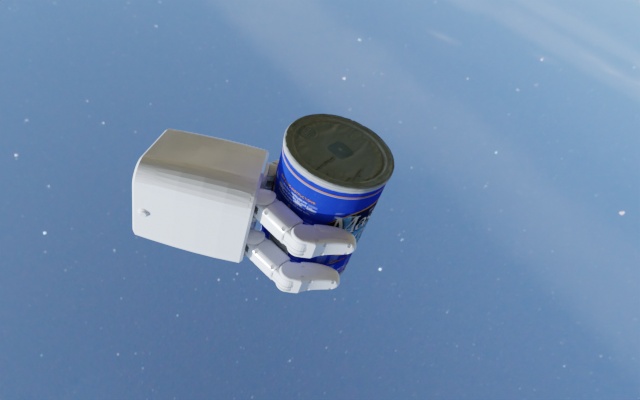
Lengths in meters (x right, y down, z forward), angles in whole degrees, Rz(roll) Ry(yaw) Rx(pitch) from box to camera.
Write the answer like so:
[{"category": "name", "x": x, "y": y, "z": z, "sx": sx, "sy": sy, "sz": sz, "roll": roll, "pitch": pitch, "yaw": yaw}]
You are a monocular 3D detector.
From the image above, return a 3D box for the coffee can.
[{"category": "coffee can", "x": 0.000, "y": 0.001, "z": 0.472, "sx": 0.103, "sy": 0.102, "sz": 0.140, "roll": 0, "pitch": -44, "yaw": -21}]
